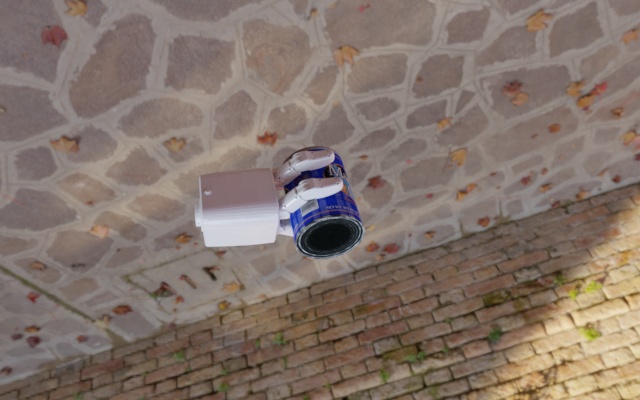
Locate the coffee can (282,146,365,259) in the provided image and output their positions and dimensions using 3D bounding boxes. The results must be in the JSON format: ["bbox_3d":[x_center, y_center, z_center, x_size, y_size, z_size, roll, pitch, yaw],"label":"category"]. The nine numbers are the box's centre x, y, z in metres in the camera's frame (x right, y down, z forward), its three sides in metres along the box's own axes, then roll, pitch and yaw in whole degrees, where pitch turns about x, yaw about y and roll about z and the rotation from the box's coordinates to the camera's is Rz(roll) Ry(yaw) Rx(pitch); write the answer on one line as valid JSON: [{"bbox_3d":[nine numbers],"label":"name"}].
[{"bbox_3d":[0.000,0.002,0.721,0.103,0.140,0.103,-9,-39,-7],"label":"coffee can"}]
